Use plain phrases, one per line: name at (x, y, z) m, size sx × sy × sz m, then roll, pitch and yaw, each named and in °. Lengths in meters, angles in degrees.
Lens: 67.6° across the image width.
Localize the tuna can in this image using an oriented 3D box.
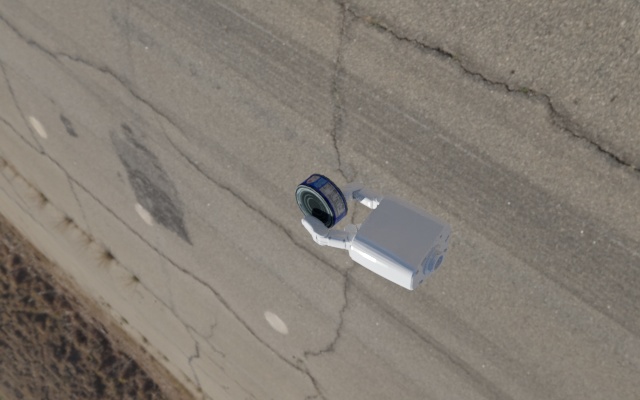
tuna can at (0.000, 0.003, 0.751) m, size 0.033 × 0.086 × 0.086 m, roll -39°, pitch 21°, yaw -29°
